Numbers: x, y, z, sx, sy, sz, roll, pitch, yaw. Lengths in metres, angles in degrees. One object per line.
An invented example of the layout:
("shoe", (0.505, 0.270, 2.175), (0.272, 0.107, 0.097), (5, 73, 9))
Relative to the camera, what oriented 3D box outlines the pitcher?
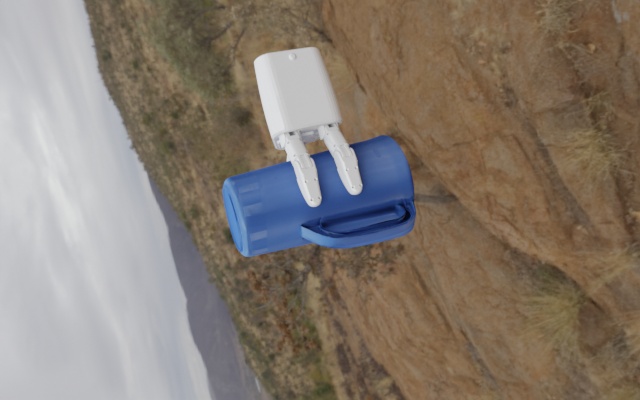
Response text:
("pitcher", (0.000, 0.002, 0.650), (0.243, 0.145, 0.149), (-14, -4, -17))
